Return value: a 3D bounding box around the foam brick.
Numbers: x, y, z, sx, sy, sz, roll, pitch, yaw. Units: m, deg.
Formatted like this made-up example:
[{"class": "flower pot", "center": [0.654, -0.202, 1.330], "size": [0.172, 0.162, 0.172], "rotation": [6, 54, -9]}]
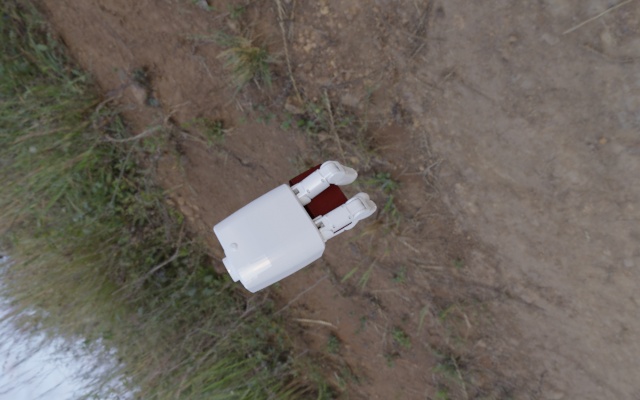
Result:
[{"class": "foam brick", "center": [0.000, 0.002, 0.627], "size": [0.051, 0.078, 0.053], "rotation": [-29, -28, -11]}]
